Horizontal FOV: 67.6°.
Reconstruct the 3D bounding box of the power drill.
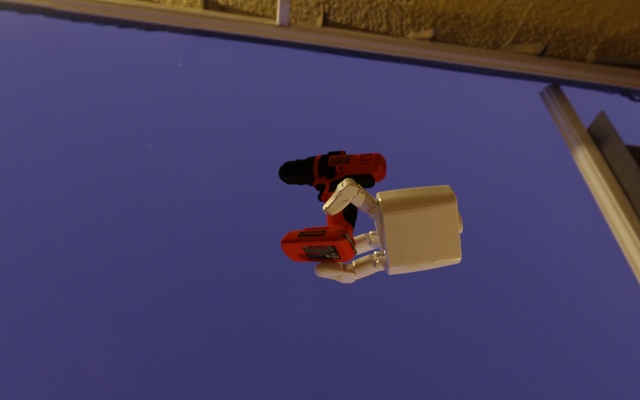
[{"bbox_3d":[0.000,0.003,0.732,0.184,0.187,0.057,-3,-39,25],"label":"power drill"}]
